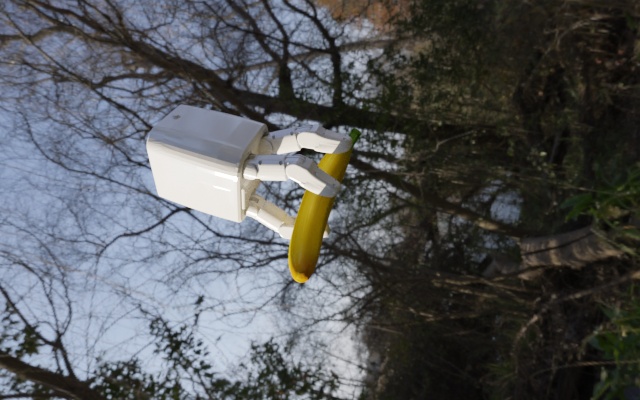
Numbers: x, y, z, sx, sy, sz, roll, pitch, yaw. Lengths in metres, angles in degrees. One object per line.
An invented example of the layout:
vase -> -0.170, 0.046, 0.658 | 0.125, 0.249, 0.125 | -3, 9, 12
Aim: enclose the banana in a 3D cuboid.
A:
banana -> -0.003, 0.007, 0.530 | 0.037, 0.197, 0.070 | 21, -30, -4
